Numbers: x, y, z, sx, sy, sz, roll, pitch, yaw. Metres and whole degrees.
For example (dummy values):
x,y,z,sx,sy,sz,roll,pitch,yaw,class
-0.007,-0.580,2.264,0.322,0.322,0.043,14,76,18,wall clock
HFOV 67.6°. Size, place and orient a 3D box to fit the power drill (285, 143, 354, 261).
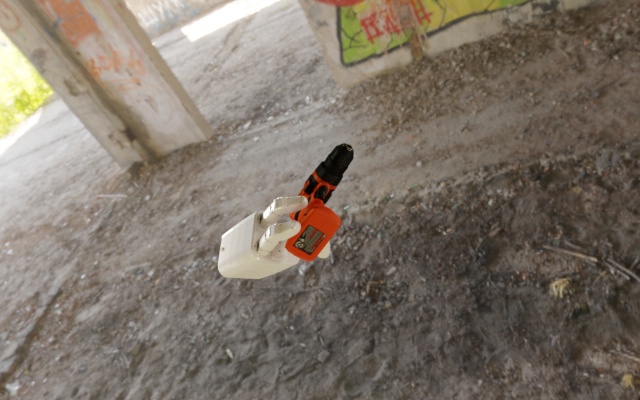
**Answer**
x,y,z,sx,sy,sz,roll,pitch,yaw,class
0.000,0.003,0.829,0.057,0.184,0.187,29,26,-11,power drill
